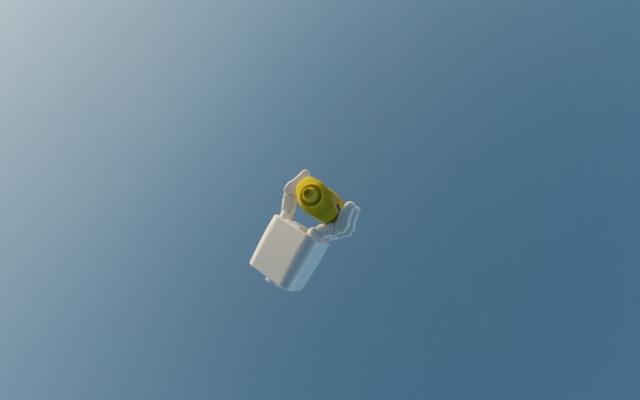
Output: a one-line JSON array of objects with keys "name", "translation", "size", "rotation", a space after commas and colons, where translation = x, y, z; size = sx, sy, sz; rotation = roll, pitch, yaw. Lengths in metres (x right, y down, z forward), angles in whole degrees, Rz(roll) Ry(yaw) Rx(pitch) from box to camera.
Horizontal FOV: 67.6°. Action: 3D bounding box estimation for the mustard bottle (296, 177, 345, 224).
[{"name": "mustard bottle", "translation": [0.000, 0.003, 0.881], "size": [0.058, 0.096, 0.192], "rotation": [-37, -15, 6]}]
